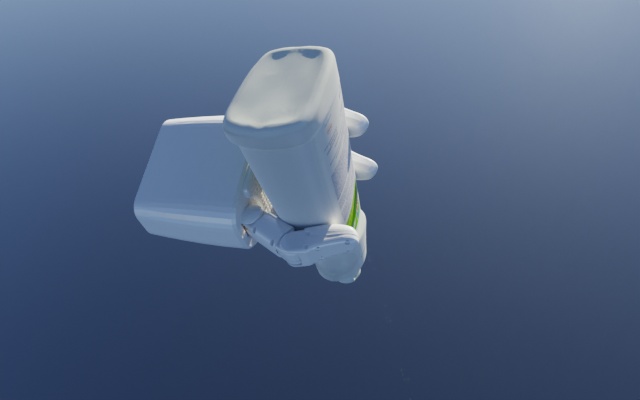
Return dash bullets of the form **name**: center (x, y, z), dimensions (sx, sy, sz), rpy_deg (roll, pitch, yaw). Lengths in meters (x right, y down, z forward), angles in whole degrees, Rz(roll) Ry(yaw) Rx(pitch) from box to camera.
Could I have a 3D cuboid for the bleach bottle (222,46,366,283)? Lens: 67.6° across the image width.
- **bleach bottle**: center (0.000, 0.001, 0.415), dimensions (0.068, 0.102, 0.251), rpy_deg (4, -40, 19)
